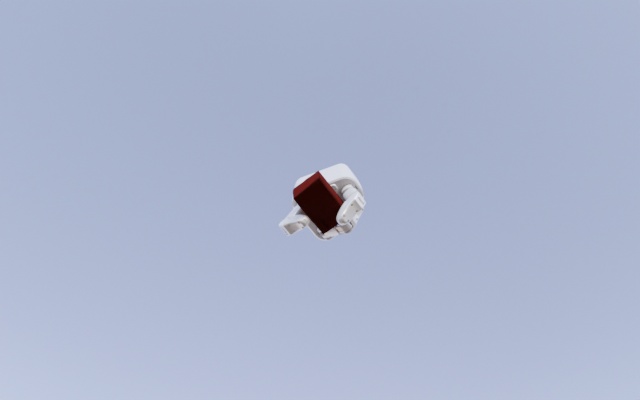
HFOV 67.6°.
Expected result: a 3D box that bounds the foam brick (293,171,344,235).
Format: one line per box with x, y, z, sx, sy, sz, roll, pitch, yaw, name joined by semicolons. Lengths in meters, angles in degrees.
0.000;0.002;0.739;0.053;0.078;0.051;-36;17;8;foam brick
